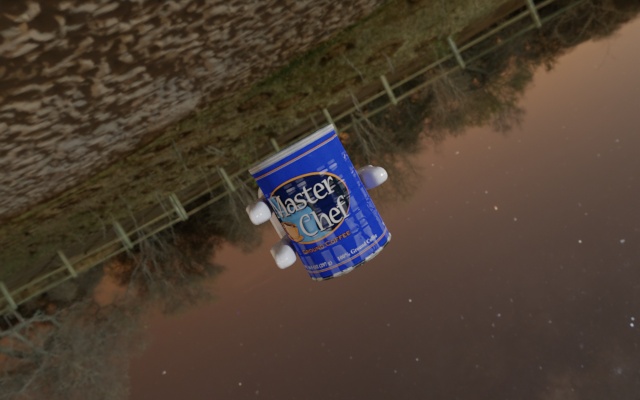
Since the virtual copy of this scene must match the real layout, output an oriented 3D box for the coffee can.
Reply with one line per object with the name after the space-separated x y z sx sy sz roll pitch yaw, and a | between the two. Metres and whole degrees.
0.000 0.002 0.524 0.103 0.140 0.103 -28 8 4 | coffee can
